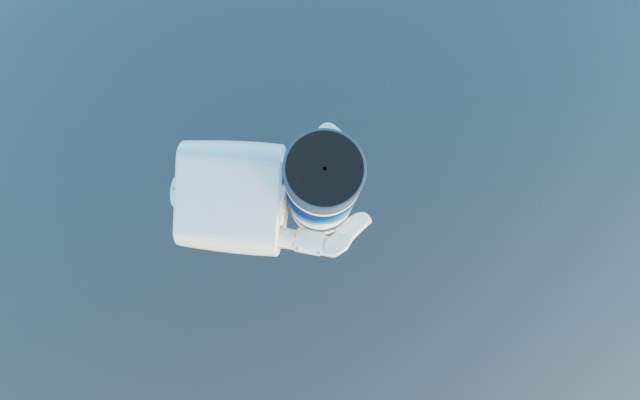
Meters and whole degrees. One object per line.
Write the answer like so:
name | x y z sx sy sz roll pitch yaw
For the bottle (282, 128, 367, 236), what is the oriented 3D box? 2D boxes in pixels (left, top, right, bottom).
bottle | 0.000 0.002 0.516 0.069 0.069 0.296 0 -11 -1
